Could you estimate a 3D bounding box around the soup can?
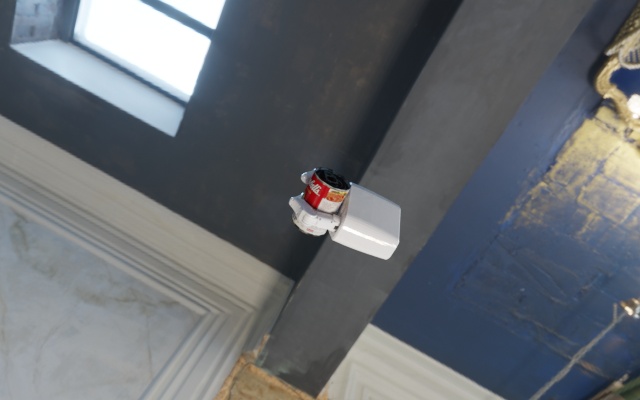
[{"bbox_3d":[0.000,0.003,0.824,0.068,0.102,0.068,22,27,-12],"label":"soup can"}]
